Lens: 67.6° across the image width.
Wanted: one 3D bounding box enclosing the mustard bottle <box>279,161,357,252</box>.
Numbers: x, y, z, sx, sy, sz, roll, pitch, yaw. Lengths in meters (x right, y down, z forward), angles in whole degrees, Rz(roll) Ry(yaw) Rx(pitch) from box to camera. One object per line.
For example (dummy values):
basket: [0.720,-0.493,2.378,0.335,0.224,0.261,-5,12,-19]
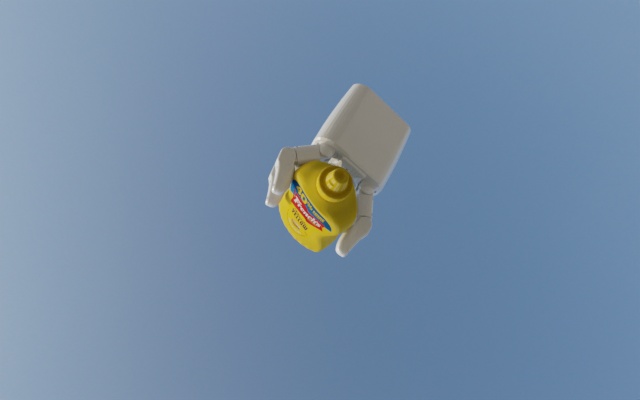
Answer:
mustard bottle: [0.000,0.002,0.602,0.058,0.096,0.192,-33,-7,-22]
